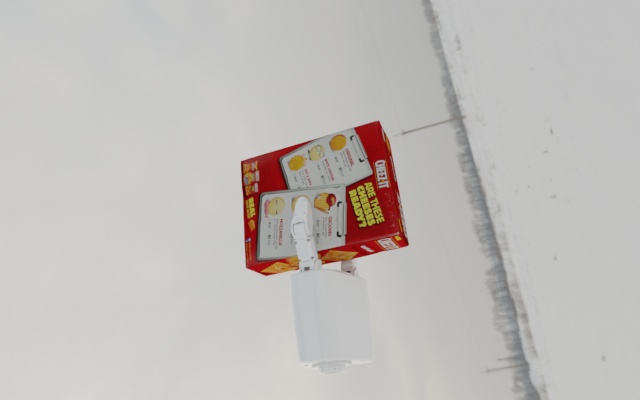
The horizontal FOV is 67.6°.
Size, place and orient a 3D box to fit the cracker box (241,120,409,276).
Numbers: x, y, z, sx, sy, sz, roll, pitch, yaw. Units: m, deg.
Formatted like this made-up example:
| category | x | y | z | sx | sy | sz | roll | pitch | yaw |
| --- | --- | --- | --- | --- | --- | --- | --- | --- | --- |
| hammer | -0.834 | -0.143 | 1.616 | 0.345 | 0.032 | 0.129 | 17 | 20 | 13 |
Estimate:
| category | x | y | z | sx | sy | sz | roll | pitch | yaw |
| --- | --- | --- | --- | --- | --- | --- | --- | --- | --- |
| cracker box | 0.000 | 0.002 | 0.659 | 0.214 | 0.164 | 0.072 | -14 | -24 | 17 |
